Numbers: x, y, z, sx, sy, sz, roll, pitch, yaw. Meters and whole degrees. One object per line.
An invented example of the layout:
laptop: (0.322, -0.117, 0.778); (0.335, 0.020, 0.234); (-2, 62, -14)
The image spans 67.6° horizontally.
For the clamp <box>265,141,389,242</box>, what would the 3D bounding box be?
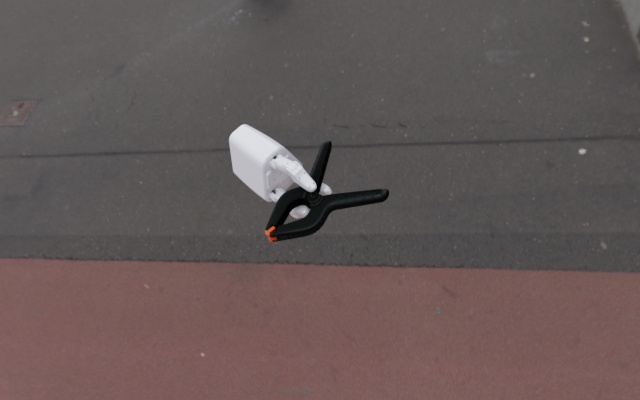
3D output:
clamp: (-0.001, 0.002, 0.807); (0.164, 0.210, 0.036); (36, -19, 29)
